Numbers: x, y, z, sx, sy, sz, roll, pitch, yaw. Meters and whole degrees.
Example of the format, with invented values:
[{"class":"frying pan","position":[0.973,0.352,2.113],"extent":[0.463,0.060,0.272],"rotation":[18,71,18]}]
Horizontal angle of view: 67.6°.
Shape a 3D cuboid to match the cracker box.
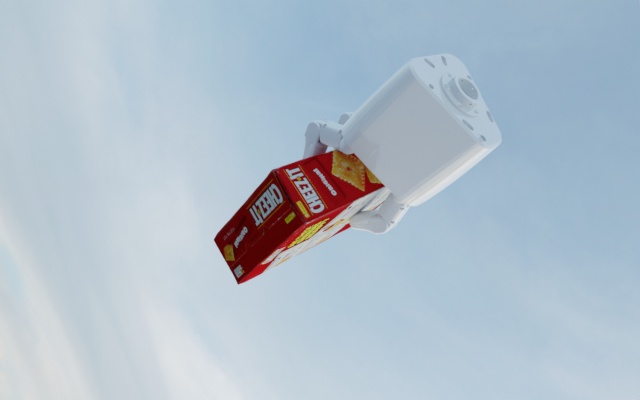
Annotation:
[{"class":"cracker box","position":[0.000,0.002,0.569],"extent":[0.213,0.072,0.164],"rotation":[-23,-14,-43]}]
